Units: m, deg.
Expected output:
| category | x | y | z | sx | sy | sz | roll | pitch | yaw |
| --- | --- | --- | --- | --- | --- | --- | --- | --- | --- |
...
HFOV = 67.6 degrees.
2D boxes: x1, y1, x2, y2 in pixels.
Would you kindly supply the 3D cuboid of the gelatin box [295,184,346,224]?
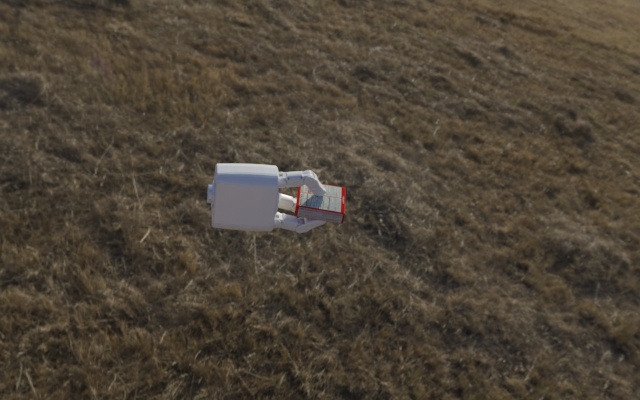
| category | x | y | z | sx | sy | sz | roll | pitch | yaw |
| --- | --- | --- | --- | --- | --- | --- | --- | --- | --- |
| gelatin box | 0.001 | 0.003 | 0.874 | 0.089 | 0.030 | 0.073 | 9 | 41 | -4 |
